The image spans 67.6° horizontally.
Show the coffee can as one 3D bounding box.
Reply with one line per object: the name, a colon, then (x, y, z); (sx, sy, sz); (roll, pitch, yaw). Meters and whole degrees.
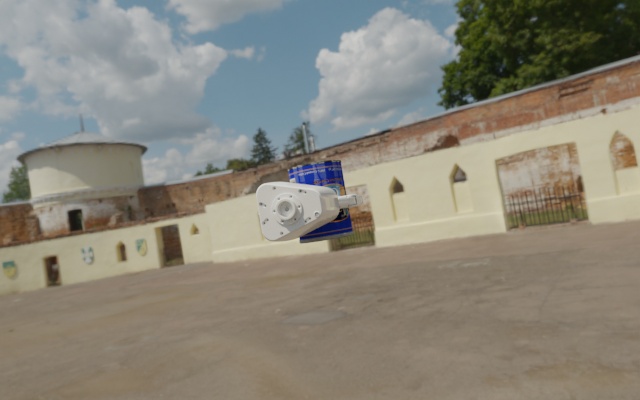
coffee can: (0.000, 0.003, 0.892); (0.103, 0.140, 0.103); (-10, -2, 0)
